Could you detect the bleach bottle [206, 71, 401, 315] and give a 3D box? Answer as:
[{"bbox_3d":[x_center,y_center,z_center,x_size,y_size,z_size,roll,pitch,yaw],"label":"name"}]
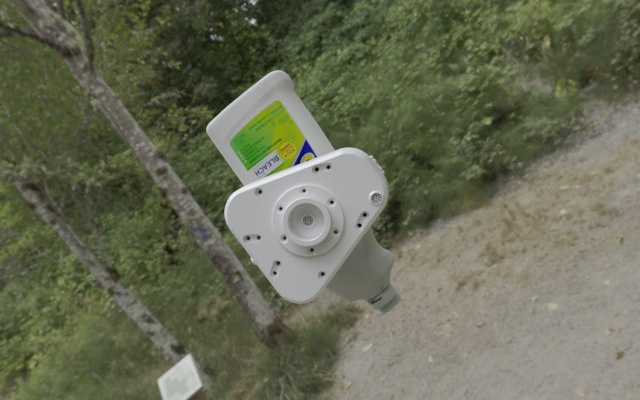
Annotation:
[{"bbox_3d":[0.000,0.002,0.478,0.102,0.251,0.068,-38,0,8],"label":"bleach bottle"}]
